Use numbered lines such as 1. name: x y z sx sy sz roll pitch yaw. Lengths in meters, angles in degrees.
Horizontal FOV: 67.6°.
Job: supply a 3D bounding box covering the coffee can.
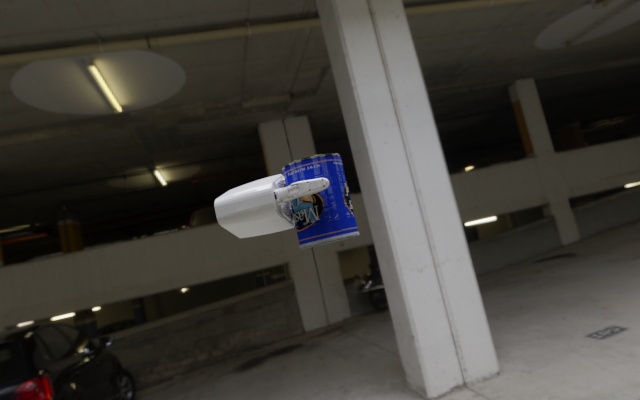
1. coffee can: 0.000 0.003 0.803 0.103 0.140 0.103 -13 -6 -1
